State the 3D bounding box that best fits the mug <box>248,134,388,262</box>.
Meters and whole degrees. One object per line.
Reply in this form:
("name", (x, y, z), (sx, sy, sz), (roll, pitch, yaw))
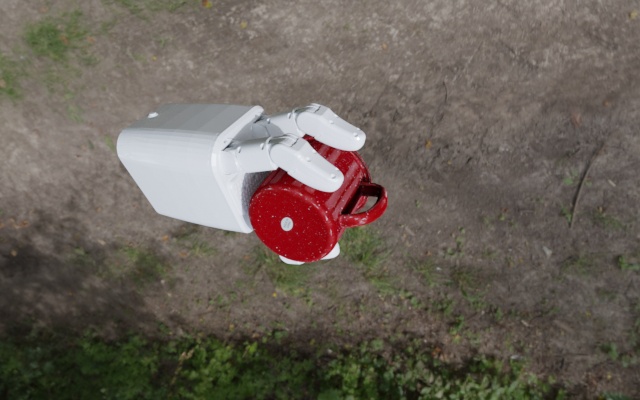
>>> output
("mug", (0.001, 0.002, 0.418), (0.117, 0.093, 0.081), (7, 37, 22))
